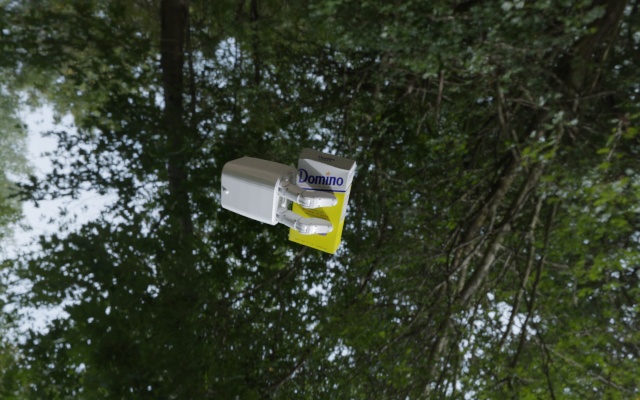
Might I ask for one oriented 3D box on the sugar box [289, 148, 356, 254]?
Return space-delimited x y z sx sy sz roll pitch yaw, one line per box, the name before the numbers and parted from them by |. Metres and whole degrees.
sugar box | 0.000 0.003 0.844 0.093 0.176 0.048 16 35 12
